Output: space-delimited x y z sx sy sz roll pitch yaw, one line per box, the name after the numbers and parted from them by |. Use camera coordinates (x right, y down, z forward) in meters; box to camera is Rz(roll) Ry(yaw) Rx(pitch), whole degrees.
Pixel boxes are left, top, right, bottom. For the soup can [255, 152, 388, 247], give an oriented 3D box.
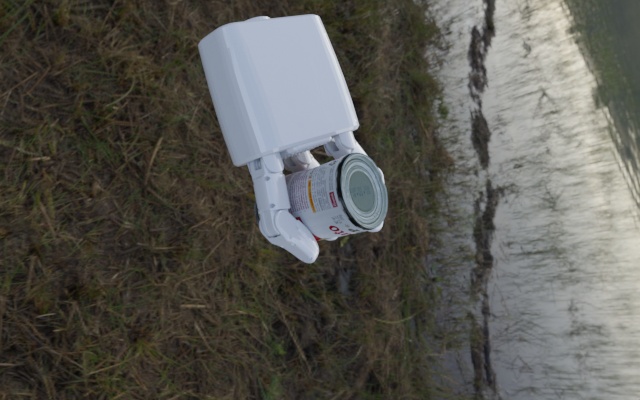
0.000 0.002 0.426 0.102 0.068 0.068 -15 -10 40 | soup can
